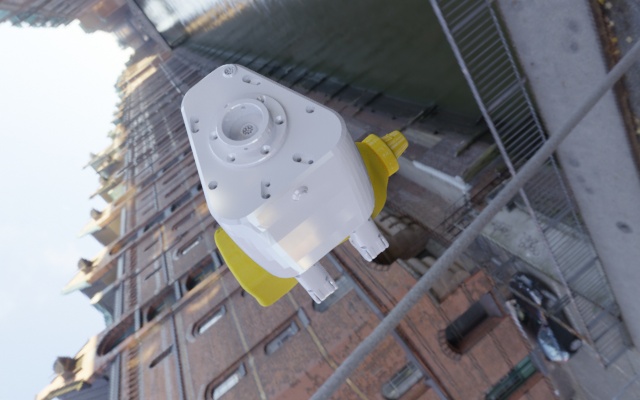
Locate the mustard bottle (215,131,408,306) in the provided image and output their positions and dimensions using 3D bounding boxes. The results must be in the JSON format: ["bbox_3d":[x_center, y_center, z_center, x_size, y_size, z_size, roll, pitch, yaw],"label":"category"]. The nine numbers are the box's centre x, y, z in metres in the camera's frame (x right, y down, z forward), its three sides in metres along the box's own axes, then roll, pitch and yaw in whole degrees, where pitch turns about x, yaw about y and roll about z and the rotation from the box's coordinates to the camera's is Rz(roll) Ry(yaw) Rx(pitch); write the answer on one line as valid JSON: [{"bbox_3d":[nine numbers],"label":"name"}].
[{"bbox_3d":[0.000,0.002,0.429,0.191,0.058,0.096,-39,38,-5],"label":"mustard bottle"}]
